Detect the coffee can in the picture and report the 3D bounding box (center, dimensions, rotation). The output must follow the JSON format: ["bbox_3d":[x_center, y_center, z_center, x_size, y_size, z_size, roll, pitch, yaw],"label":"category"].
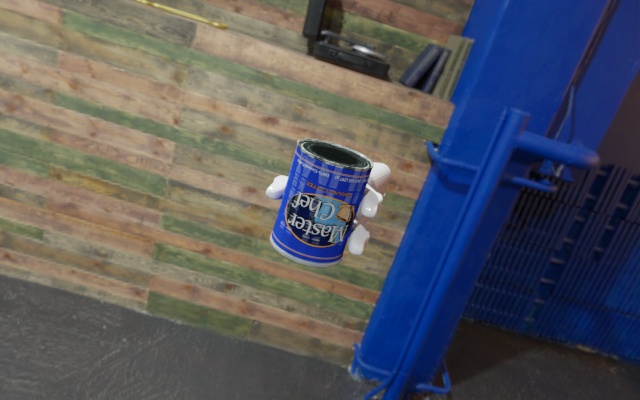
[{"bbox_3d":[0.000,0.002,0.629,0.103,0.140,0.102,15,20,-6],"label":"coffee can"}]
